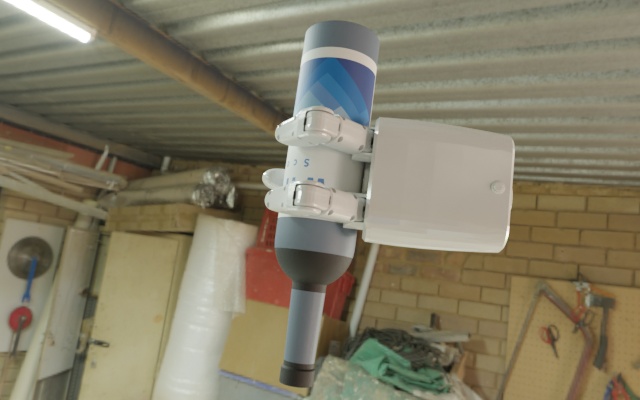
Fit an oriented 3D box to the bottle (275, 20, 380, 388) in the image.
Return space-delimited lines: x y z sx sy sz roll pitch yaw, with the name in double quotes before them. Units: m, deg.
"bottle" 0.000 0.001 0.401 0.069 0.295 0.069 8 -9 1
